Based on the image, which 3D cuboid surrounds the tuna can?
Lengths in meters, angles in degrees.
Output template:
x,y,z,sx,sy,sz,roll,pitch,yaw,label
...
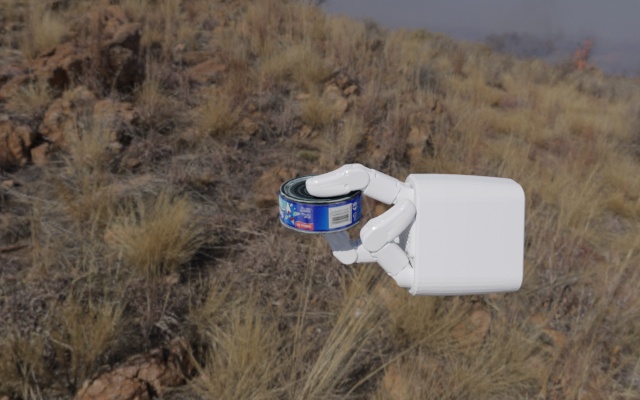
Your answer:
x,y,z,sx,sy,sz,roll,pitch,yaw,label
0.000,0.001,0.490,0.086,0.034,0.086,-1,22,0,tuna can
